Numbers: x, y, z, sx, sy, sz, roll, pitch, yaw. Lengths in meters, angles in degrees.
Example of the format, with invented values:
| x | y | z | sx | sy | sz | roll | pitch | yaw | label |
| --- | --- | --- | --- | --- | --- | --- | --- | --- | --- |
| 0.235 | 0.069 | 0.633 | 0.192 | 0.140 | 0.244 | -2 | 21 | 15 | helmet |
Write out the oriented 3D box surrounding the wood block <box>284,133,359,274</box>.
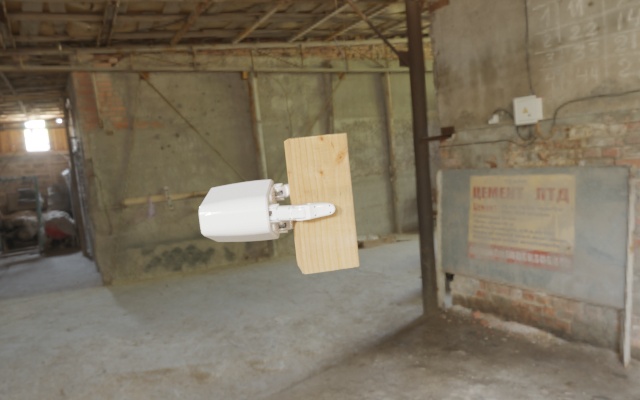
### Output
| x | y | z | sx | sy | sz | roll | pitch | yaw | label |
| --- | --- | --- | --- | --- | --- | --- | --- | --- | --- |
| 0.000 | 0.002 | 0.759 | 0.090 | 0.206 | 0.091 | -7 | 5 | -8 | wood block |
